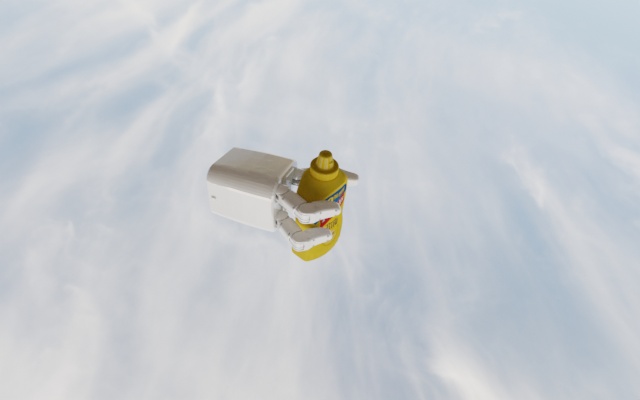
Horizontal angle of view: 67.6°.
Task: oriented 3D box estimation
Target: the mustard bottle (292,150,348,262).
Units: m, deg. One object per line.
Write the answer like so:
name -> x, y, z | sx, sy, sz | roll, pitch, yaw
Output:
mustard bottle -> 0.000, 0.003, 0.721 | 0.058, 0.192, 0.096 | 34, 52, 26
